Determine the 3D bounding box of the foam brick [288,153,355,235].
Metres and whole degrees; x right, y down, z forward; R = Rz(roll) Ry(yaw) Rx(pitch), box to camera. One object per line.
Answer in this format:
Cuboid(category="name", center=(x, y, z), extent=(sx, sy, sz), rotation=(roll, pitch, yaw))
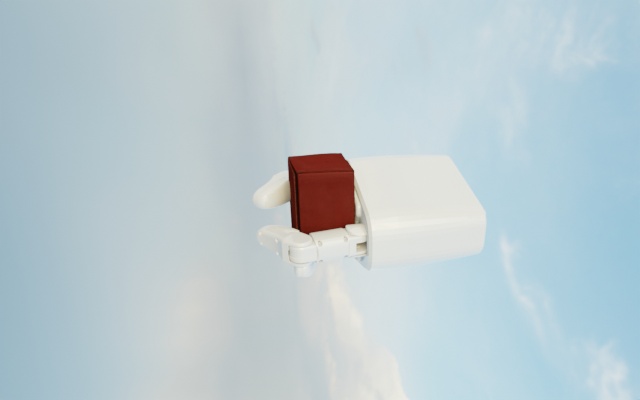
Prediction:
Cuboid(category="foam brick", center=(0.000, 0.001, 0.427), extent=(0.051, 0.078, 0.053), rotation=(-6, 24, -8))
